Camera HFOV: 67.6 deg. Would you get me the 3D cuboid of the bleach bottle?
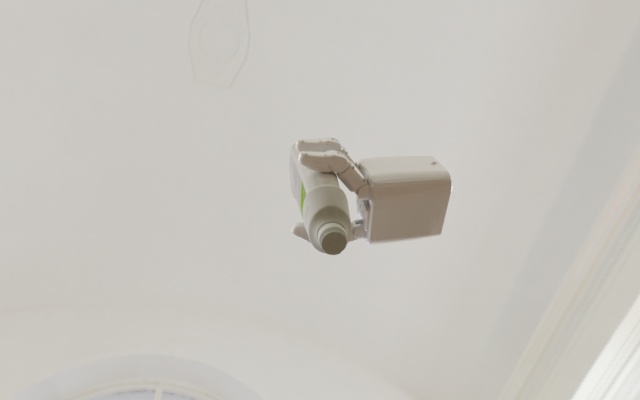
[{"bbox_3d":[0.000,0.002,0.620,0.068,0.103,0.250,-7,25,-4],"label":"bleach bottle"}]
